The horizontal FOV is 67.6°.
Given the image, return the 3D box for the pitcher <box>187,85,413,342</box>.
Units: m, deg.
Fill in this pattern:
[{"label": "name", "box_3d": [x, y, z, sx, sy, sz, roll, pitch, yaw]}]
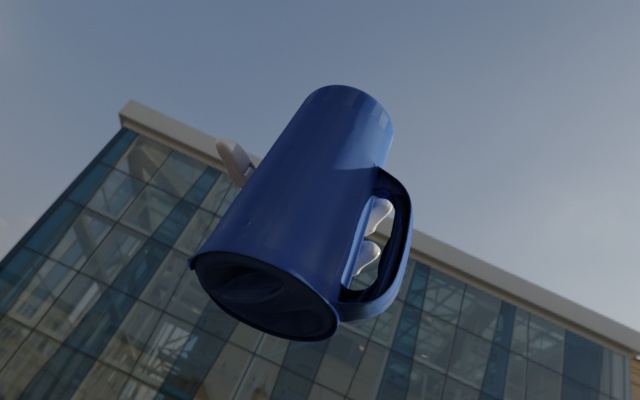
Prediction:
[{"label": "pitcher", "box_3d": [0.000, 0.002, 0.457, 0.149, 0.242, 0.145, 35, -37, -13]}]
